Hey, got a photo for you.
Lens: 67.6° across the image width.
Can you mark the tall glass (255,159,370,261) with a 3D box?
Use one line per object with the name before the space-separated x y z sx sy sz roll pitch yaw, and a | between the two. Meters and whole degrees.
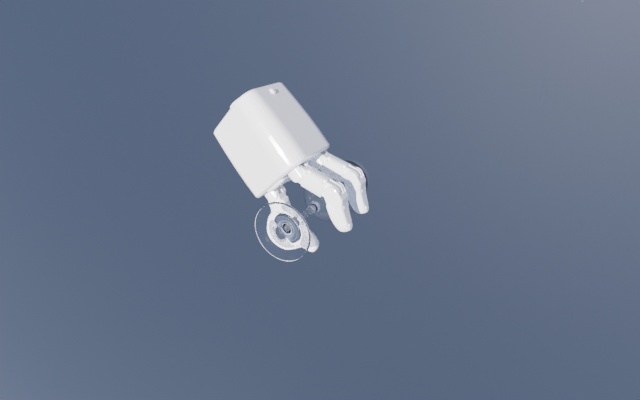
tall glass | 0.000 0.002 0.628 0.079 0.079 0.201 0 20 29
